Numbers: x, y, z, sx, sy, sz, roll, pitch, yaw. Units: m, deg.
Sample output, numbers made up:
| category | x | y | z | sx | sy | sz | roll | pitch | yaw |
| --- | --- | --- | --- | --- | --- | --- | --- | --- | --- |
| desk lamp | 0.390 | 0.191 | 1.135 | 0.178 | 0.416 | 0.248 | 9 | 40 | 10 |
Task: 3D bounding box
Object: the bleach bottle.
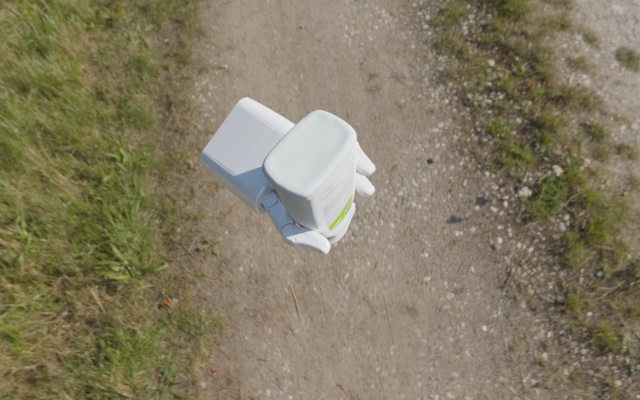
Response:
| category | x | y | z | sx | sy | sz | roll | pitch | yaw |
| --- | --- | --- | --- | --- | --- | --- | --- | --- | --- |
| bleach bottle | 0.000 | 0.002 | 0.584 | 0.068 | 0.102 | 0.251 | 35 | -18 | 19 |
